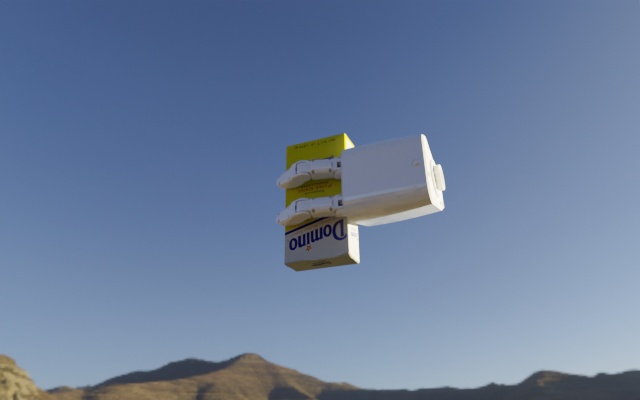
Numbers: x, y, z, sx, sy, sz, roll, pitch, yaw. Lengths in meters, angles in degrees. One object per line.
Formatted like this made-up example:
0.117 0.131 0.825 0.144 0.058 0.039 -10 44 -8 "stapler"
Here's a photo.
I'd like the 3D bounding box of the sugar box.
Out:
0.000 0.002 0.647 0.093 0.176 0.048 -11 -28 21 "sugar box"
